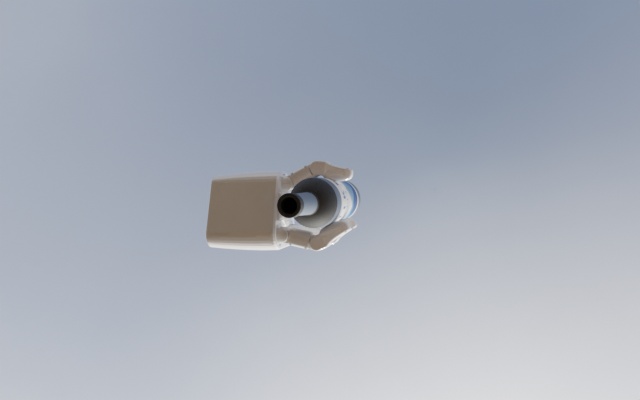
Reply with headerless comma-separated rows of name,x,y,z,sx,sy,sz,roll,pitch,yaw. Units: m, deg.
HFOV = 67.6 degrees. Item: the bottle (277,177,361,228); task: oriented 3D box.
bottle,0.000,0.002,0.656,0.069,0.069,0.295,0,1,13
